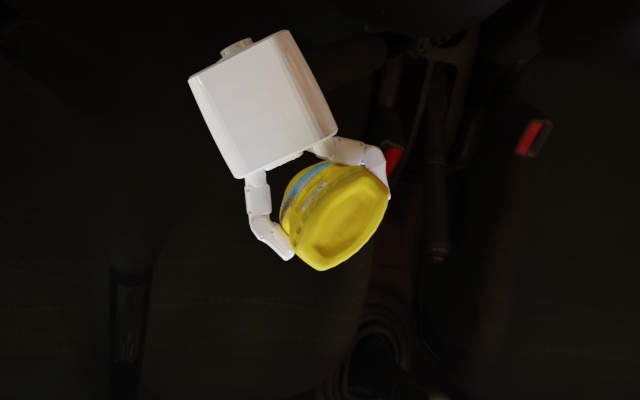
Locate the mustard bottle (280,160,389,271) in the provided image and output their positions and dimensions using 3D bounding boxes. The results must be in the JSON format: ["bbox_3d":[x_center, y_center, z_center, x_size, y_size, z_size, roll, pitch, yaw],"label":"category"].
[{"bbox_3d":[0.000,0.002,0.491,0.058,0.096,0.191,39,0,-16],"label":"mustard bottle"}]
